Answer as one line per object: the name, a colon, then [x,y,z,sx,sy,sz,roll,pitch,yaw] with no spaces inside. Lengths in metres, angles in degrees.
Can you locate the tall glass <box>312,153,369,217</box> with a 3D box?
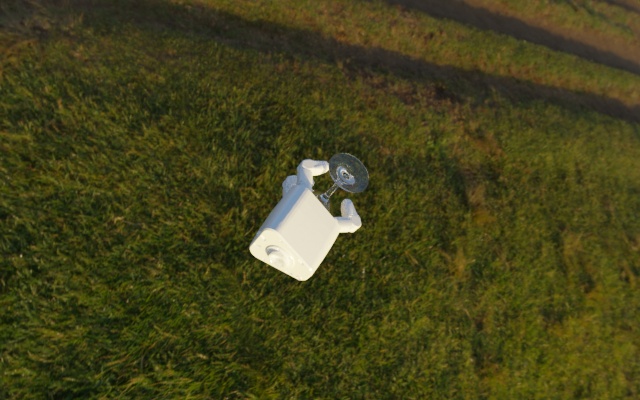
tall glass: [0.001,0.002,0.838,0.079,0.079,0.201,0,-29,-31]
